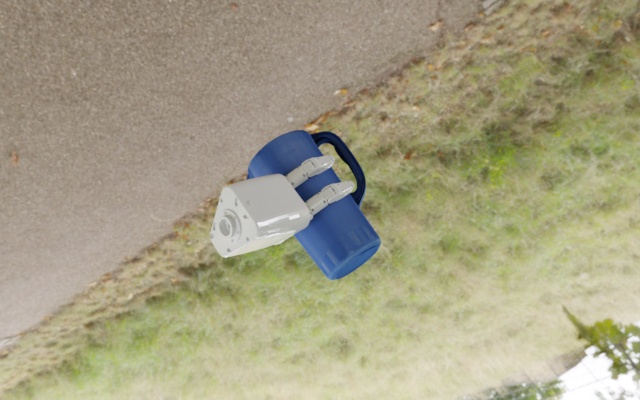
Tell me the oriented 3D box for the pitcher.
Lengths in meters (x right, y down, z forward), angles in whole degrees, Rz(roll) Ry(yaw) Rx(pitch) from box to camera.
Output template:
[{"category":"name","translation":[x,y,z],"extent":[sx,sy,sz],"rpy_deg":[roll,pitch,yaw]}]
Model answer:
[{"category":"pitcher","translation":[0.000,0.003,0.810],"extent":[0.145,0.242,0.149],"rpy_deg":[-14,-28,-49]}]
